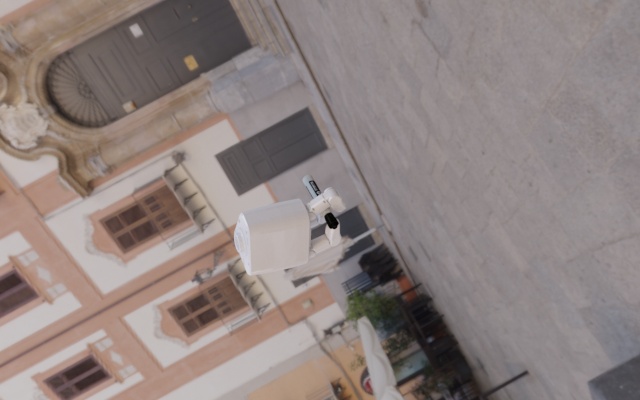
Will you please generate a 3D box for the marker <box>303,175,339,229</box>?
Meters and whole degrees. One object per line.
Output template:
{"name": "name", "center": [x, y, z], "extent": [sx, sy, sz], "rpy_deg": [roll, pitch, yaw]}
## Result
{"name": "marker", "center": [0.000, 0.003, 0.819], "extent": [0.020, 0.121, 0.020], "rpy_deg": [-18, -38, -15]}
